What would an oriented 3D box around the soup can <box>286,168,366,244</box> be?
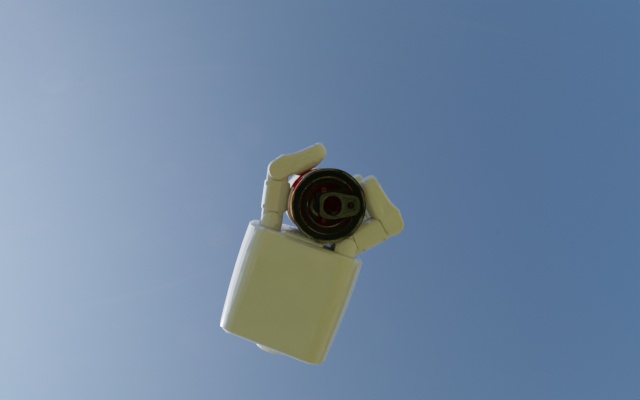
[{"bbox_3d":[0.000,0.001,0.472,0.068,0.068,0.102,0,4,-9],"label":"soup can"}]
